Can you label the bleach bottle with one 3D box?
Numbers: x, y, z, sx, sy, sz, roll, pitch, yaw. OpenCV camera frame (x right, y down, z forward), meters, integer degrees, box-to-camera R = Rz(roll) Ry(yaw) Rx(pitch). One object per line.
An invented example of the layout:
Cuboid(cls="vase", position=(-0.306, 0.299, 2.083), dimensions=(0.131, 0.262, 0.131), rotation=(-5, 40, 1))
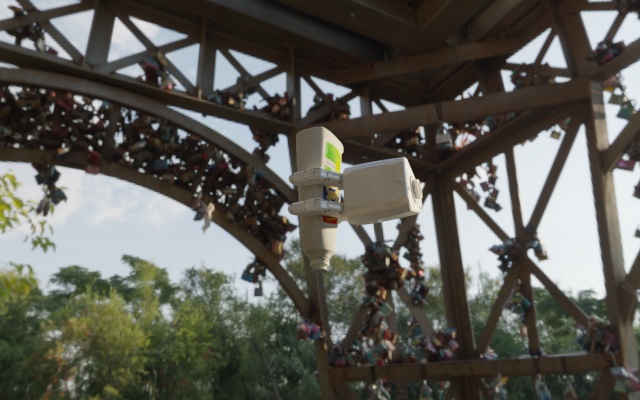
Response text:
Cuboid(cls="bleach bottle", position=(0.000, 0.003, 0.831), dimensions=(0.068, 0.250, 0.103), rotation=(-12, -25, 24))
